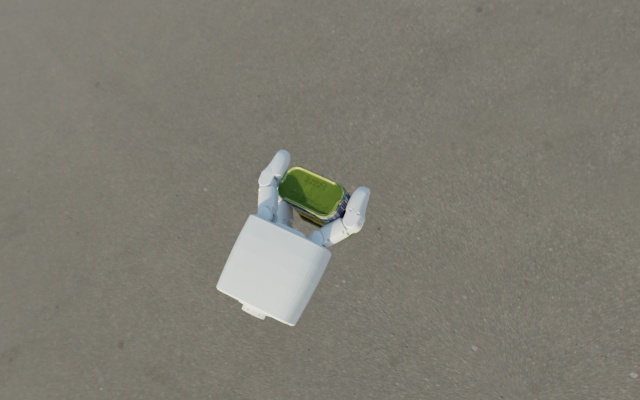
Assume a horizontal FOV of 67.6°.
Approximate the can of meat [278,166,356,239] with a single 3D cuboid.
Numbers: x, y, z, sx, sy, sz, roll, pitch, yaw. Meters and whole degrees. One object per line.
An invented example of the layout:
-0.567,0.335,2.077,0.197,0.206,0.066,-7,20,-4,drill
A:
0.000,0.002,0.656,0.102,0.057,0.084,25,-10,29,can of meat
